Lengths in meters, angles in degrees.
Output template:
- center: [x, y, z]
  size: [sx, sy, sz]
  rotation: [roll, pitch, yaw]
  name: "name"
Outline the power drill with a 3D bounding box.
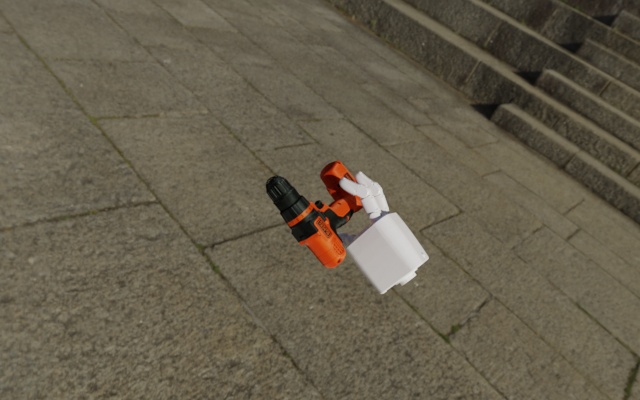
- center: [0.001, 0.003, 0.847]
  size: [0.057, 0.184, 0.187]
  rotation: [-28, 14, 38]
  name: "power drill"
